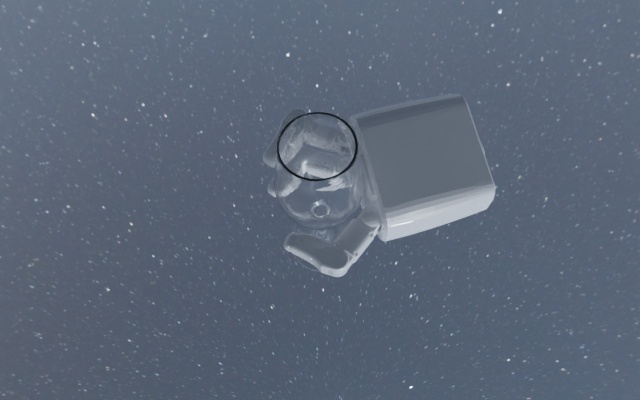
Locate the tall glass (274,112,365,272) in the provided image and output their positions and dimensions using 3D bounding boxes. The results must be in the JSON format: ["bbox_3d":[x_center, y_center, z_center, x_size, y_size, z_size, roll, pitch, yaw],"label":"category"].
[{"bbox_3d":[0.000,0.002,0.448,0.079,0.079,0.201,0,-25,2],"label":"tall glass"}]
